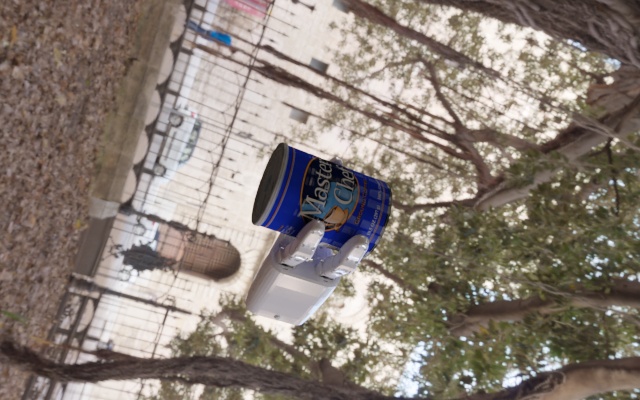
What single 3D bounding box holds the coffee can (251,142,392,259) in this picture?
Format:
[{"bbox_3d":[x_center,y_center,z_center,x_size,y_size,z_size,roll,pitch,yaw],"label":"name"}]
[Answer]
[{"bbox_3d":[0.000,0.002,0.577,0.140,0.103,0.103,19,-6,-16],"label":"coffee can"}]
